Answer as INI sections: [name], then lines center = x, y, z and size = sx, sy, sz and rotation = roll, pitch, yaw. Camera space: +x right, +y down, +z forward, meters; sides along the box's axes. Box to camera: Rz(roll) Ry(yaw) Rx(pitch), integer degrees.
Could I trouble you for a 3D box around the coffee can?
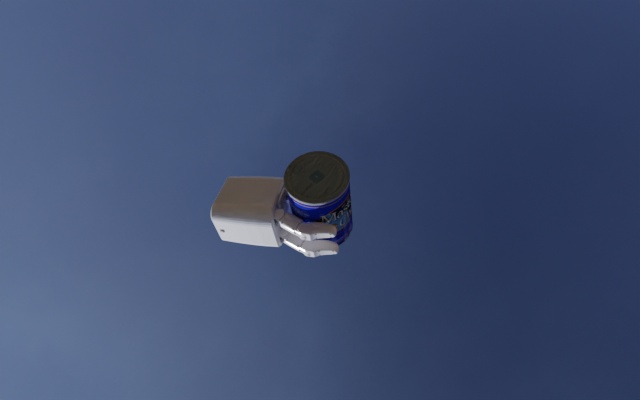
[coffee can]
center = 0.000, 0.002, 0.788
size = 0.103, 0.102, 0.140
rotation = 0, -35, 6
